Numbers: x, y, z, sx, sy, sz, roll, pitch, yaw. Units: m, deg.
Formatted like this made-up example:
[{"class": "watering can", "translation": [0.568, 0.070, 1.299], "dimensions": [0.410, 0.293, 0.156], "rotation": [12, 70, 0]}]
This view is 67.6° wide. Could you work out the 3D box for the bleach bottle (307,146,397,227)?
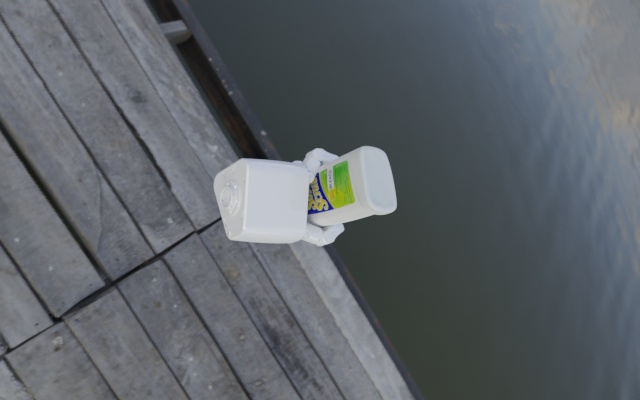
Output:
[{"class": "bleach bottle", "translation": [0.000, 0.002, 0.751], "dimensions": [0.068, 0.102, 0.251], "rotation": [6, -20, -42]}]
